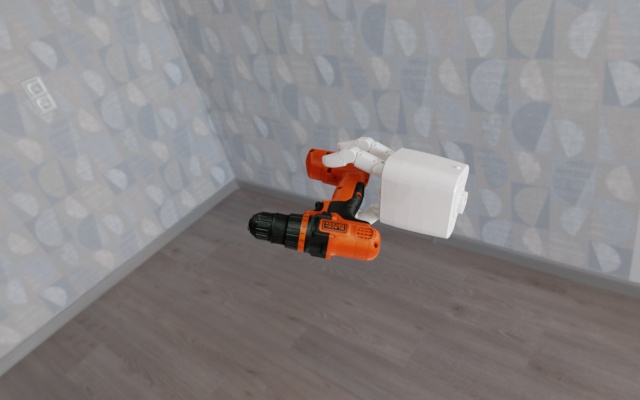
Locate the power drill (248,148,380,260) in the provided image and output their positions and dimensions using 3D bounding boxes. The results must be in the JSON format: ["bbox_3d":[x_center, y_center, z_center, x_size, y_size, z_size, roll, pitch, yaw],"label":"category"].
[{"bbox_3d":[0.000,0.002,0.710,0.184,0.187,0.057,11,-44,1],"label":"power drill"}]
